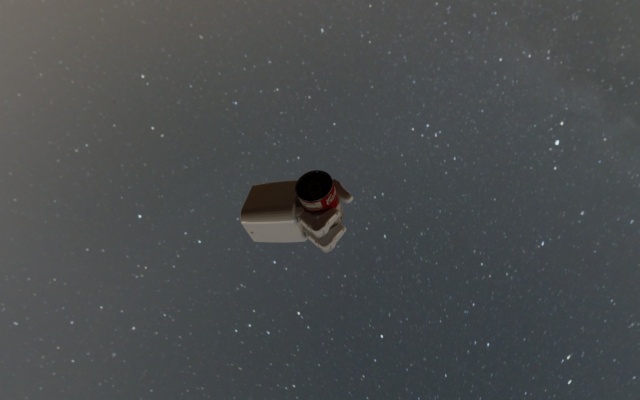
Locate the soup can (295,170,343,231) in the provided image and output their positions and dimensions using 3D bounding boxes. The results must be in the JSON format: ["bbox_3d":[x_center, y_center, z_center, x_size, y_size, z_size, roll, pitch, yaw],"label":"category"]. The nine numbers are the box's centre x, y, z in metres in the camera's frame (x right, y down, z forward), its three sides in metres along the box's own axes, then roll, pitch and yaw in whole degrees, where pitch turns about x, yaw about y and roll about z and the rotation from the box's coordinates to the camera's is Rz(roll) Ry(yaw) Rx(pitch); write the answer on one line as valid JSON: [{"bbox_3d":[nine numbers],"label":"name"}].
[{"bbox_3d":[0.001,0.003,0.869,0.068,0.068,0.102,0,-35,17],"label":"soup can"}]
